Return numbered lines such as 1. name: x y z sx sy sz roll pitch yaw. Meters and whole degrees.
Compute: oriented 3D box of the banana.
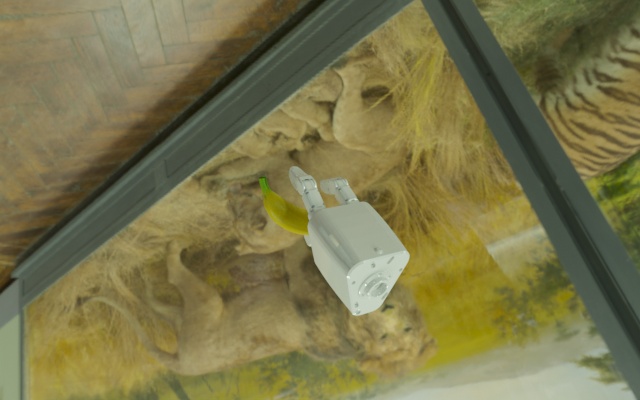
1. banana: -0.008 0.020 0.712 0.198 0.069 0.037 14 3 -35
